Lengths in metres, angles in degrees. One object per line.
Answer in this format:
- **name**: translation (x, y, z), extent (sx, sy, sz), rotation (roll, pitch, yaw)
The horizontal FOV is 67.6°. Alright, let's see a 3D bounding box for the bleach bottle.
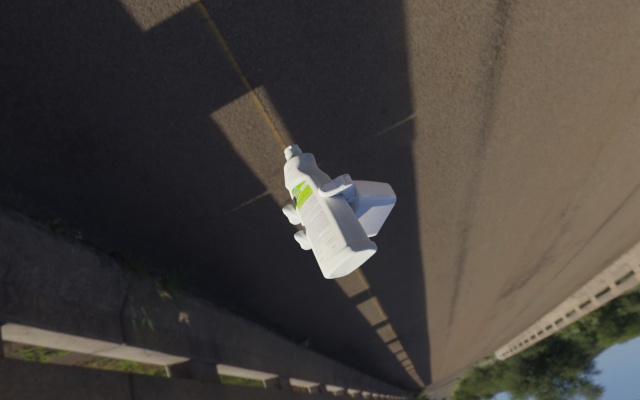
- **bleach bottle**: translation (0.000, 0.003, 0.830), extent (0.068, 0.250, 0.103), rotation (-2, -34, -42)
